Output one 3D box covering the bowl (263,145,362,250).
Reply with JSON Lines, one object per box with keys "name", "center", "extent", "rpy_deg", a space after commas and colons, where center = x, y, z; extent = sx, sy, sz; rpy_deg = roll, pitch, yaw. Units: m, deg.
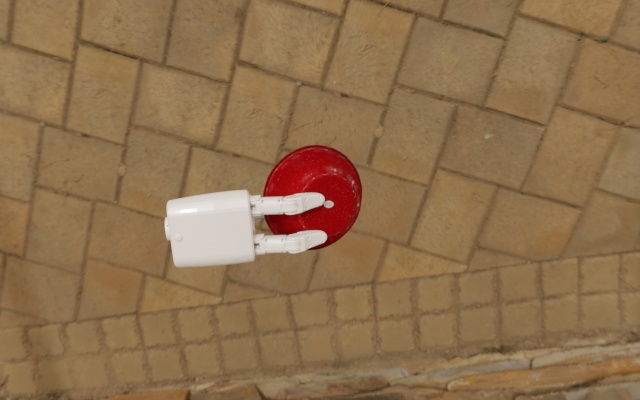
{"name": "bowl", "center": [0.001, 0.002, 0.695], "extent": [0.162, 0.162, 0.055], "rpy_deg": [0, 12, -23]}
